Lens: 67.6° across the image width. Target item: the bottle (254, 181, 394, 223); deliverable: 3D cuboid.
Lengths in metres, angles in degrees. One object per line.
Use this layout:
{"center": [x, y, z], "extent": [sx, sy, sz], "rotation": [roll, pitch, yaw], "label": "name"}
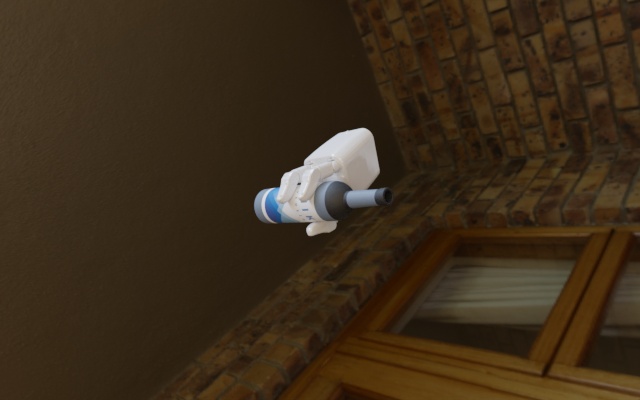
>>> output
{"center": [0.000, 0.003, 0.814], "extent": [0.069, 0.069, 0.296], "rotation": [0, -3, -43], "label": "bottle"}
